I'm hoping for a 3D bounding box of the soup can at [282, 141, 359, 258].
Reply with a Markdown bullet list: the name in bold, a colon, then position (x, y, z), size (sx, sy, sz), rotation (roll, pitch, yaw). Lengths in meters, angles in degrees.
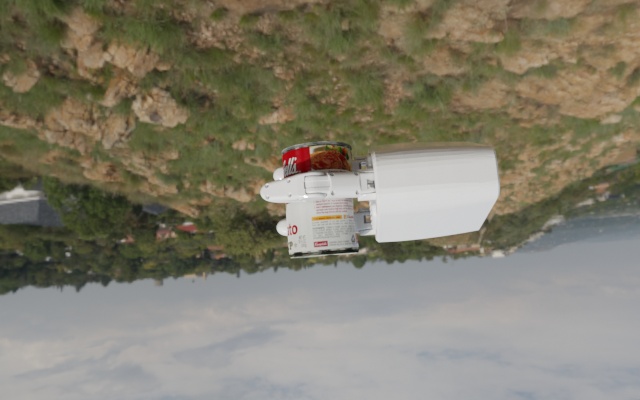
- **soup can**: position (0.000, 0.002, 0.455), size (0.068, 0.102, 0.068), rotation (-4, -7, -1)
